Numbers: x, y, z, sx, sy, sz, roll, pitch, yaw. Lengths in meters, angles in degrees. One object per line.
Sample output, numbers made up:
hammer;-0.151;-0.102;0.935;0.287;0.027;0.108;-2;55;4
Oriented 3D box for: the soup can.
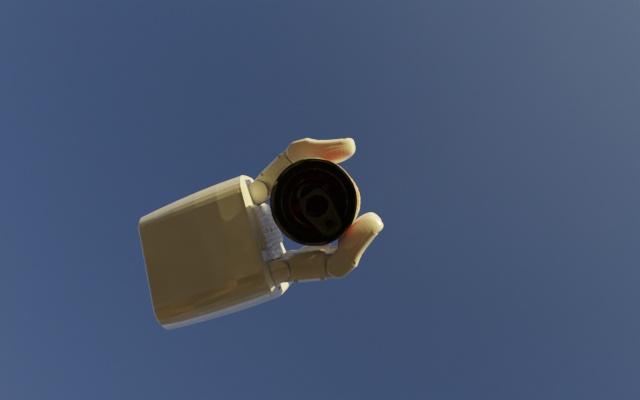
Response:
soup can;0.001;0.001;0.415;0.068;0.068;0.102;0;0;6
